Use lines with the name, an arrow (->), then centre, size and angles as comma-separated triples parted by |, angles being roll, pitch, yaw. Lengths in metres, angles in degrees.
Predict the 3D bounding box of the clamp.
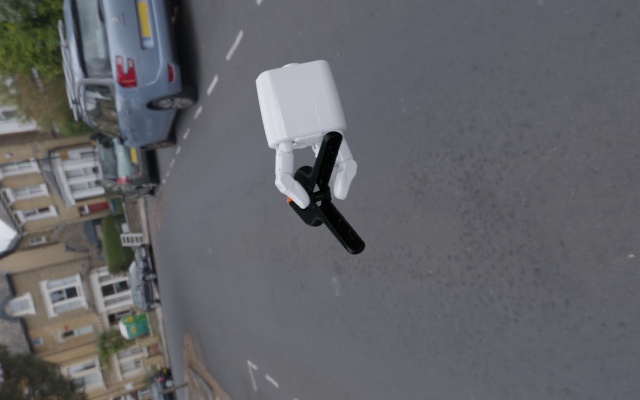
clamp -> -0.001, 0.002, 0.704 | 0.036, 0.164, 0.210 | -12, -3, -23
